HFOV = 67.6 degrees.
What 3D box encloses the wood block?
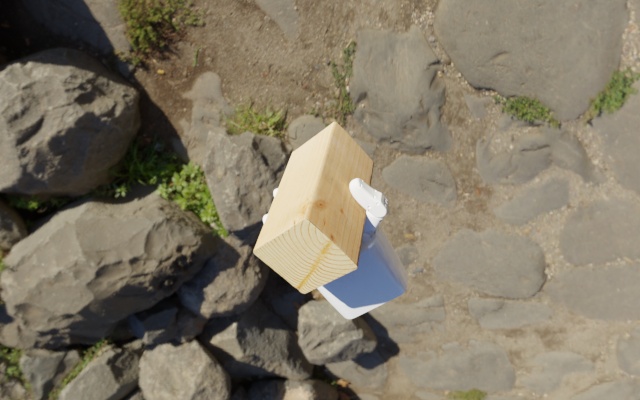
[{"bbox_3d":[0.001,0.002,0.616,0.091,0.090,0.206,-31,27,32],"label":"wood block"}]
